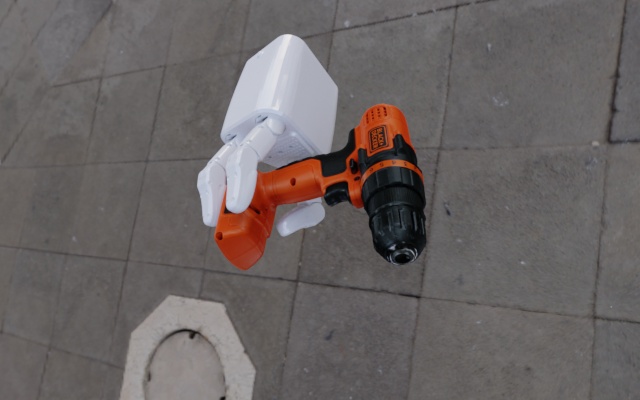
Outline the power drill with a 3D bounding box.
[{"bbox_3d":[0.000,0.001,0.429,0.187,0.057,0.184,-18,38,17],"label":"power drill"}]
